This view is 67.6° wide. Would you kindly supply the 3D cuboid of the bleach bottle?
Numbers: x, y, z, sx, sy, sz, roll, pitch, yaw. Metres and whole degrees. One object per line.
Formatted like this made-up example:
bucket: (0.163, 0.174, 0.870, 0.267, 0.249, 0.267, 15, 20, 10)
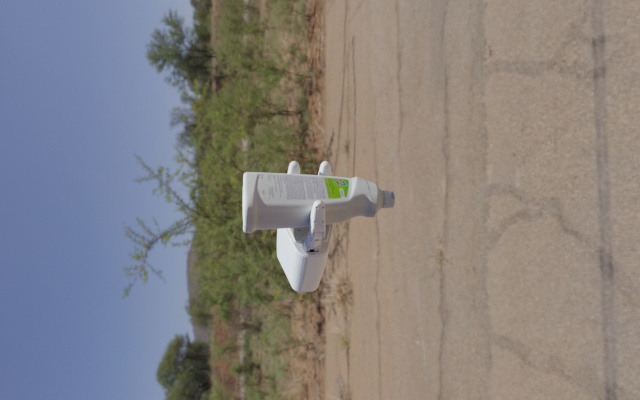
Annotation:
bleach bottle: (0.000, 0.002, 0.784, 0.251, 0.068, 0.102, 1, 44, -11)
